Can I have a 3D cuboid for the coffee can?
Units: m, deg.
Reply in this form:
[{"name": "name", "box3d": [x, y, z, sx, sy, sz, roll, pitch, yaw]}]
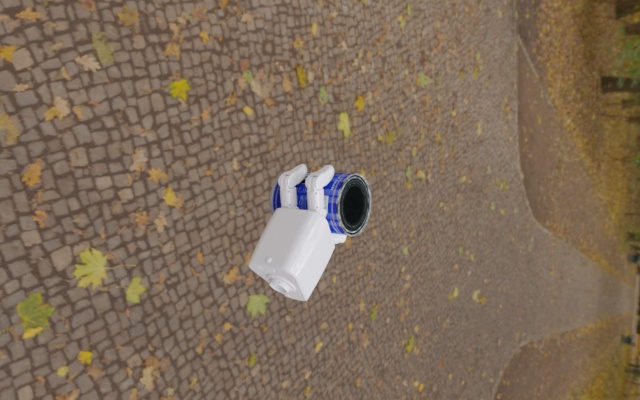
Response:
[{"name": "coffee can", "box3d": [0.000, 0.003, 0.808, 0.140, 0.103, 0.103, 4, 3, 36]}]
